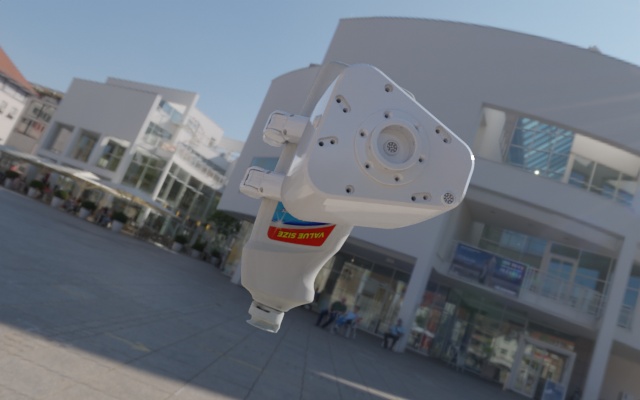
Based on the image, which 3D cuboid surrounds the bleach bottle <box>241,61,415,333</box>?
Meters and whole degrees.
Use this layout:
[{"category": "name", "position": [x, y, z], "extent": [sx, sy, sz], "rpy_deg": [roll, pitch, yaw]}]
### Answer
[{"category": "bleach bottle", "position": [0.000, 0.001, 0.449], "extent": [0.102, 0.250, 0.068], "rpy_deg": [22, -11, -5]}]
